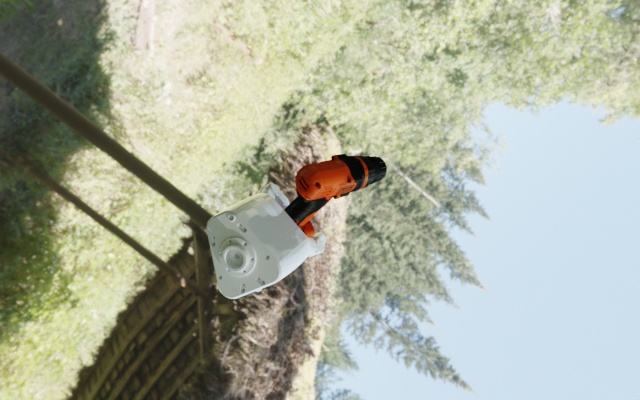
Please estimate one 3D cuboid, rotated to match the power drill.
[{"bbox_3d":[0.000,0.003,0.724,0.184,0.057,0.188,-12,-30,-48],"label":"power drill"}]
